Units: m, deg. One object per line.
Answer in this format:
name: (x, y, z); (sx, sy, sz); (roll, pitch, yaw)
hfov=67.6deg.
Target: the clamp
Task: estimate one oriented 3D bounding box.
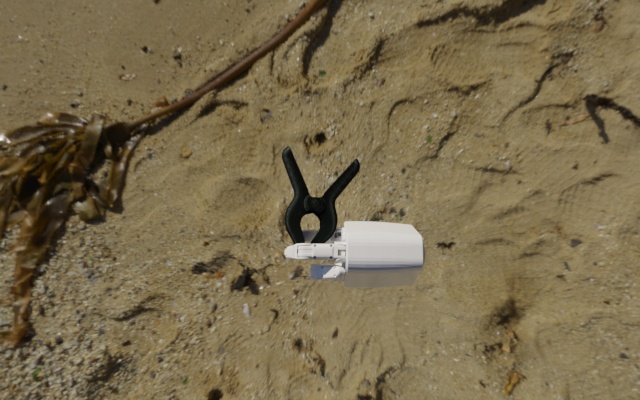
clamp: (0.000, 0.002, 0.719); (0.120, 0.171, 0.039); (0, -9, 1)
